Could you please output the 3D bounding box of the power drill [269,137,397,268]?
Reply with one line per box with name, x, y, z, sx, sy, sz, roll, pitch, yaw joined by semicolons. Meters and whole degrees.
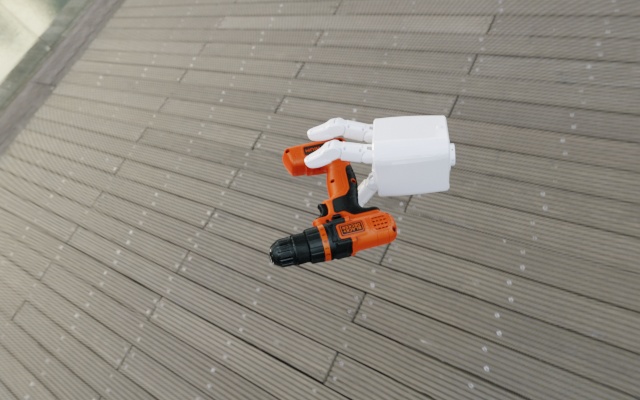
power drill;0.000;0.002;0.707;0.184;0.187;0.057;-12;-30;-9
